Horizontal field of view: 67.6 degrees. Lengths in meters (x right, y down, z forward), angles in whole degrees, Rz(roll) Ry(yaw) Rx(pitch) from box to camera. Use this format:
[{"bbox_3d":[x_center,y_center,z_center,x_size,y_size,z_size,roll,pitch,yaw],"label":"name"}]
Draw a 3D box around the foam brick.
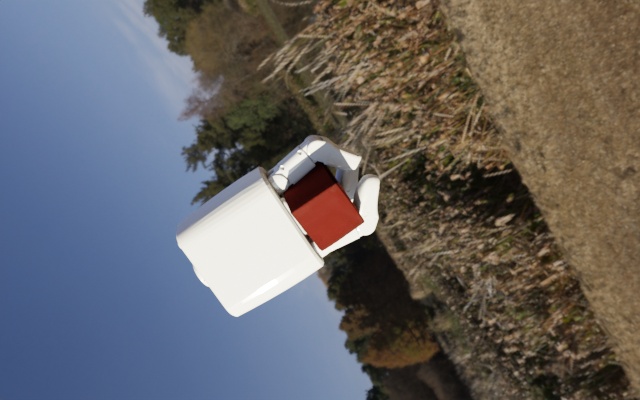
[{"bbox_3d":[0.000,0.002,0.466,0.051,0.053,0.078,-35,26,3],"label":"foam brick"}]
